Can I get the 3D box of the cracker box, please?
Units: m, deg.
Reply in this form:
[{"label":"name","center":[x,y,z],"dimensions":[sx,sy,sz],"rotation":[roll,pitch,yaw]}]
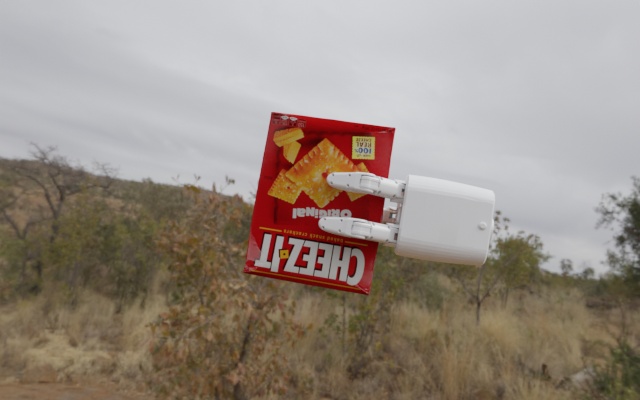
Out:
[{"label":"cracker box","center":[0.000,0.002,0.622],"dimensions":[0.164,0.213,0.072],"rotation":[9,-5,5]}]
